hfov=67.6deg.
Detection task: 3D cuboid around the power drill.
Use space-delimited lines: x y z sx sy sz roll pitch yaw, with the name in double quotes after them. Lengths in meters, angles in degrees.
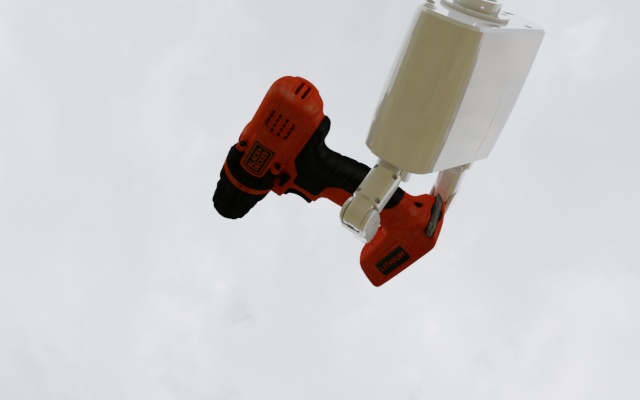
0.001 0.001 0.432 0.187 0.057 0.184 33 -41 -8 "power drill"
